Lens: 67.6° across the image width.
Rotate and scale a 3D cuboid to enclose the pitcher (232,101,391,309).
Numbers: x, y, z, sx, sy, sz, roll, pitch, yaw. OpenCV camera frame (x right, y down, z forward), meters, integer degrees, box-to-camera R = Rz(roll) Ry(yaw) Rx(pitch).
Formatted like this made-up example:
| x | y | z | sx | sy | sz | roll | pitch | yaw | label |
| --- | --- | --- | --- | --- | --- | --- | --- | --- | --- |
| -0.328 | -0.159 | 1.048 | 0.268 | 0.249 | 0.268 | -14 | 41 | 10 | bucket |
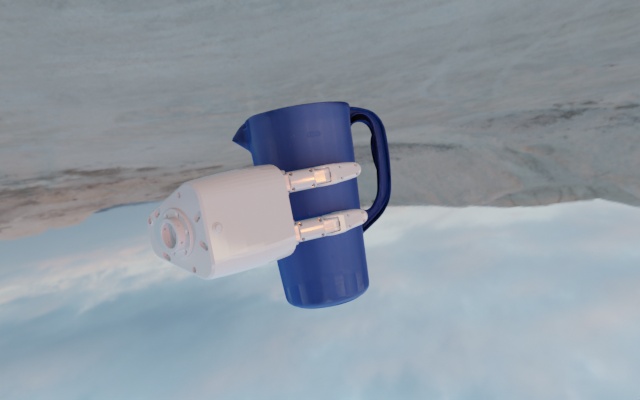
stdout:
| x | y | z | sx | sy | sz | roll | pitch | yaw | label |
| --- | --- | --- | --- | --- | --- | --- | --- | --- | --- |
| 0.000 | 0.002 | 0.599 | 0.149 | 0.243 | 0.145 | -7 | 5 | 41 | pitcher |
